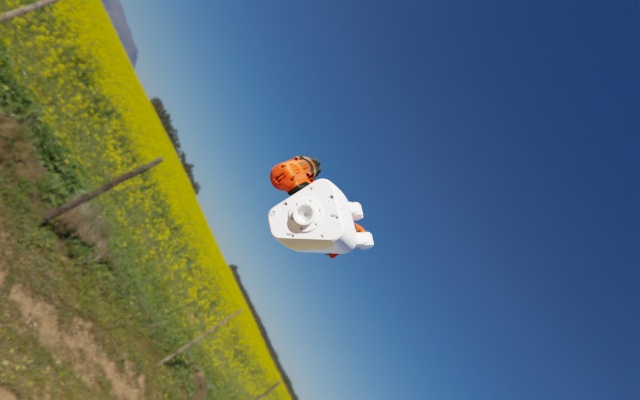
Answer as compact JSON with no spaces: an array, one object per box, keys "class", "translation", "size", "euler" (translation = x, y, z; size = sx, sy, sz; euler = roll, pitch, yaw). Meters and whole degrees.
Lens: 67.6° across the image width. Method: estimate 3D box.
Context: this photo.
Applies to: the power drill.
[{"class":"power drill","translation":[0.000,0.003,0.856],"size":[0.057,0.187,0.184],"euler":[-39,-3,21]}]
